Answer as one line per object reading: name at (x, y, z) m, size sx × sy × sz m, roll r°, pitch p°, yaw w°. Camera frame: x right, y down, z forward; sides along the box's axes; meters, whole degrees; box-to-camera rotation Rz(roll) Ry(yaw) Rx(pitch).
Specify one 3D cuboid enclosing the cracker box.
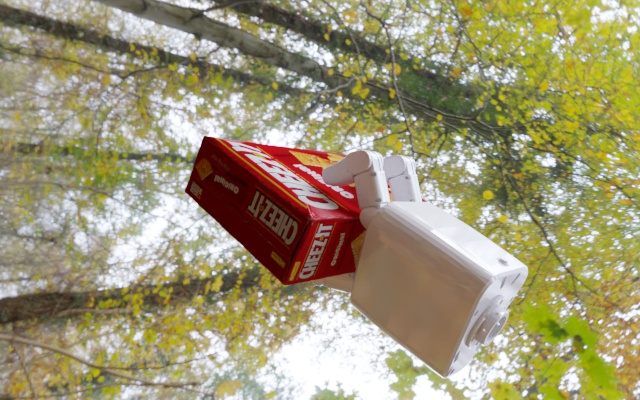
cracker box at (0.000, 0.002, 0.492) m, size 0.164 × 0.072 × 0.214 m, roll 35°, pitch 22°, yaw 36°
